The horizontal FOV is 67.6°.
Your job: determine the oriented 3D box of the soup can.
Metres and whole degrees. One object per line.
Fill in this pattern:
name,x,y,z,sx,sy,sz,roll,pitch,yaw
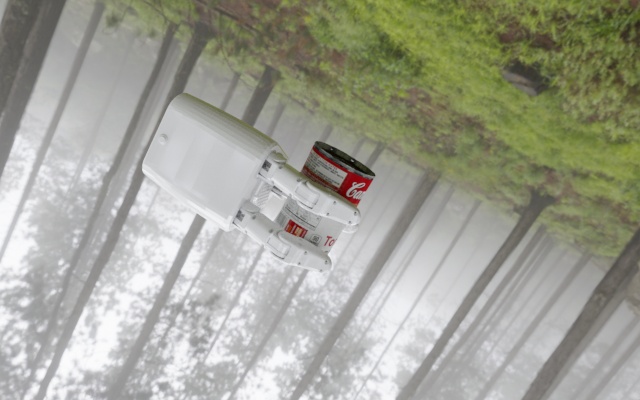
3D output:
soup can,0.000,0.002,0.477,0.068,0.102,0.068,28,14,-7
